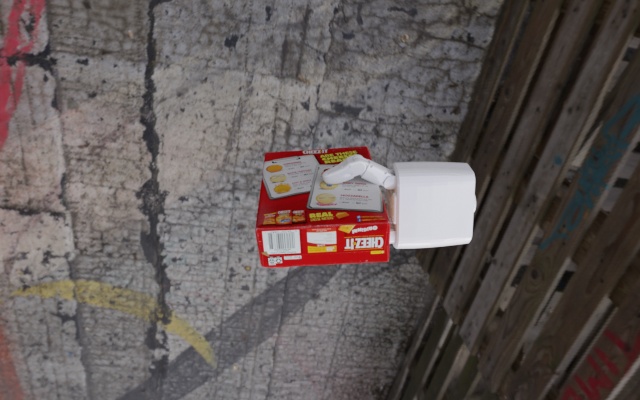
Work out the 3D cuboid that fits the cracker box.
[{"bbox_3d":[0.000,0.002,0.671,0.164,0.072,0.213,-3,31,-1],"label":"cracker box"}]
